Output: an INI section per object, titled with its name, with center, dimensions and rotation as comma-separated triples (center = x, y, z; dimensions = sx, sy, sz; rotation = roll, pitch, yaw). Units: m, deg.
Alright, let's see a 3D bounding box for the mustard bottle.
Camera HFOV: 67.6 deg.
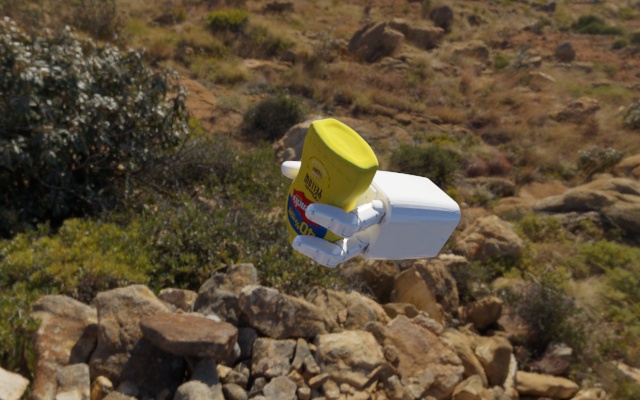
[mustard bottle]
center = 0.000, 0.002, 0.590
dimensions = 0.058, 0.192, 0.096
rotation = -18, 54, -38
